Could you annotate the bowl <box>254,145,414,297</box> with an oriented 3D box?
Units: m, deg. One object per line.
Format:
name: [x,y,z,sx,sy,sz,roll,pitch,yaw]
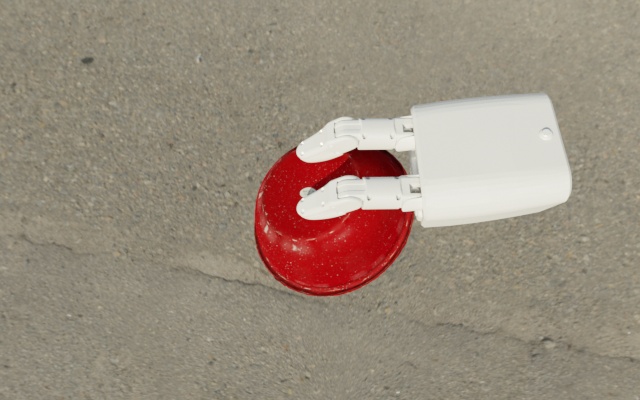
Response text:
bowl: [-0.001,0.002,0.433,0.162,0.162,0.055,0,-23,23]
